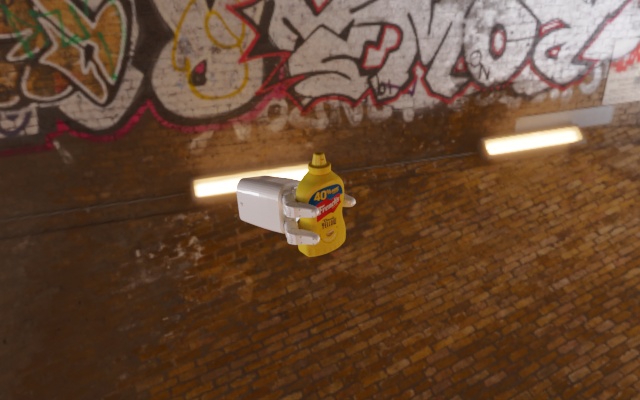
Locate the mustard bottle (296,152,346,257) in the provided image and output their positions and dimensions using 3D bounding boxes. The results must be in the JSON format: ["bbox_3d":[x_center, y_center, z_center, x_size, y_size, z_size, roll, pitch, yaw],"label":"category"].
[{"bbox_3d":[0.000,0.003,0.875,0.096,0.192,0.058,-19,31,-31],"label":"mustard bottle"}]
